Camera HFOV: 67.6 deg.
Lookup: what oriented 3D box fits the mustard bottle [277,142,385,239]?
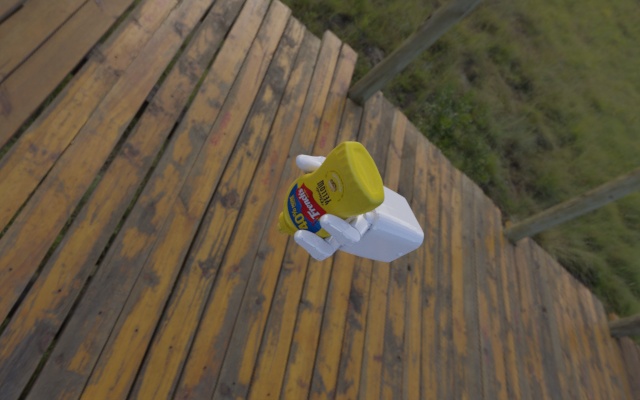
[{"bbox_3d":[0.000,0.002,0.684,0.058,0.096,0.192,-7,-21,-47],"label":"mustard bottle"}]
